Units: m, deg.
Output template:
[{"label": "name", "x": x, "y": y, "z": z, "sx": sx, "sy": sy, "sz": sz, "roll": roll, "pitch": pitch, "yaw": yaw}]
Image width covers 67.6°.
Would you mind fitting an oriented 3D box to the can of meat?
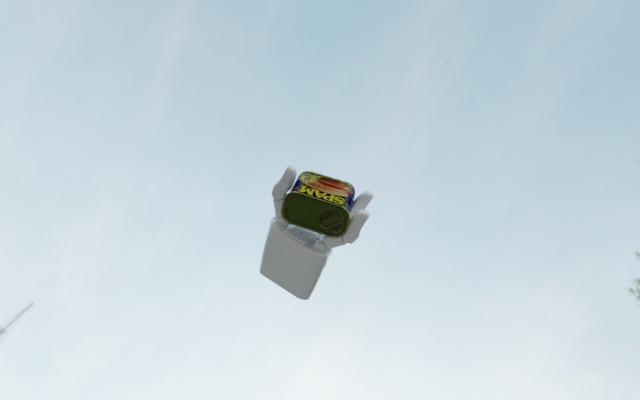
[{"label": "can of meat", "x": 0.000, "y": 0.002, "z": 0.738, "sx": 0.102, "sy": 0.057, "sz": 0.084, "roll": 18, "pitch": 31, "yaw": 4}]
